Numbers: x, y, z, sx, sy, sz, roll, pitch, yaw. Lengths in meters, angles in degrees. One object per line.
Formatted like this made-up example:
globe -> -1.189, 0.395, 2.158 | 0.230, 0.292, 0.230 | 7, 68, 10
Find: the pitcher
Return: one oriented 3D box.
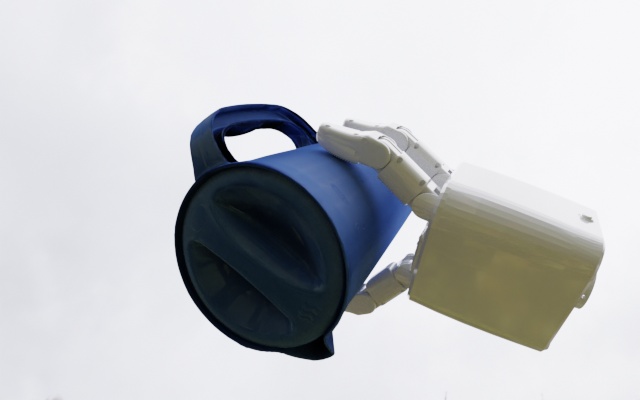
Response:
pitcher -> 0.000, 0.001, 0.407 | 0.145, 0.149, 0.242 | 20, 23, 19
